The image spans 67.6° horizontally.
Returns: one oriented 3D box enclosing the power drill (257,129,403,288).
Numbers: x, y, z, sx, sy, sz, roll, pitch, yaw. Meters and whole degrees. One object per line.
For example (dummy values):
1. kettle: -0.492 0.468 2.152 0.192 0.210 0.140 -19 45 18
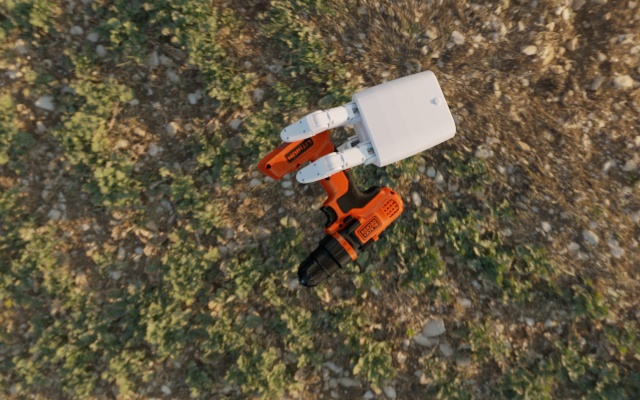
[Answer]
1. power drill: 0.000 0.002 0.651 0.184 0.188 0.057 -41 17 -12
